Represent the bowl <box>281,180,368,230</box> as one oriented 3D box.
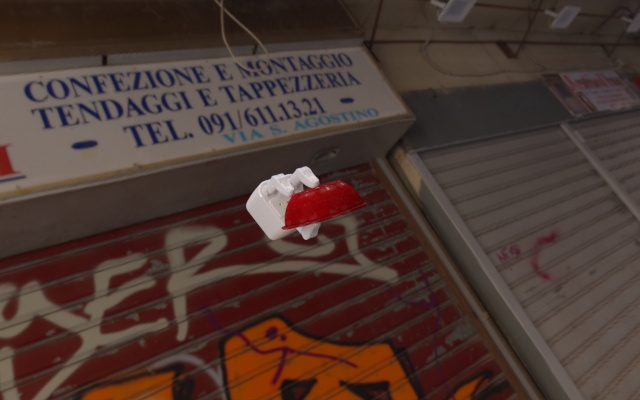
[{"bbox_3d":[0.001,0.002,0.855,0.162,0.055,0.162,-17,3,1],"label":"bowl"}]
